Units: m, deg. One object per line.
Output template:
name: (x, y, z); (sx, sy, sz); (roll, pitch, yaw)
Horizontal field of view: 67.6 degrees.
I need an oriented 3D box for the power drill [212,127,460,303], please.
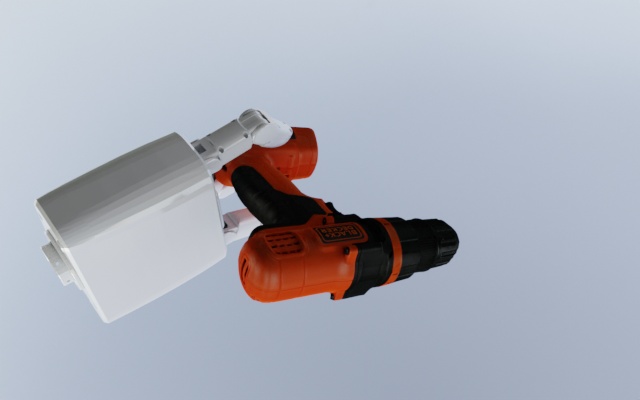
power drill: (0.000, 0.001, 0.400); (0.184, 0.057, 0.187); (-3, 34, -31)
